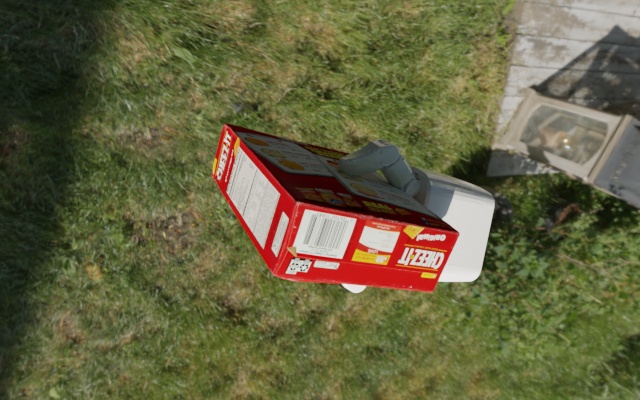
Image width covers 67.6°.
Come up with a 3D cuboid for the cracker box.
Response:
[{"bbox_3d":[0.000,0.001,0.466,0.164,0.072,0.213,11,18,-30],"label":"cracker box"}]
